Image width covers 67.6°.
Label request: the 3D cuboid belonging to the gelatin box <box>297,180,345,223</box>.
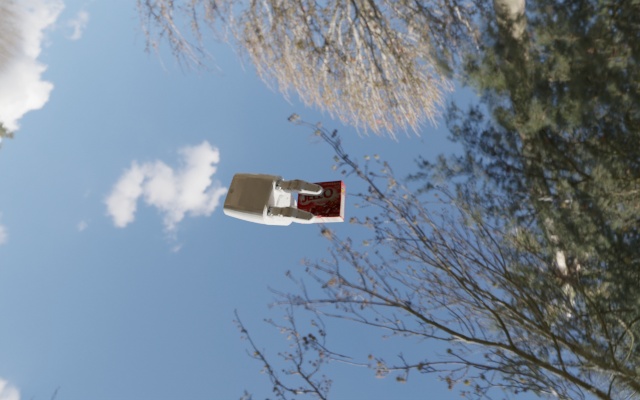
[{"bbox_3d":[0.001,0.003,0.898,0.089,0.073,0.030,-3,-22,19],"label":"gelatin box"}]
